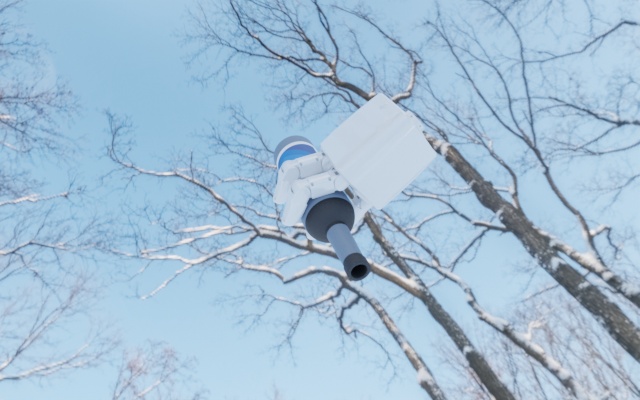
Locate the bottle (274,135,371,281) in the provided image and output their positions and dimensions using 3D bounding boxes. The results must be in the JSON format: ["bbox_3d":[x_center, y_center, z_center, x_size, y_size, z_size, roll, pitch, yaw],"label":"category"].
[{"bbox_3d":[0.000,0.002,0.630,0.069,0.069,0.295,0,30,-19],"label":"bottle"}]
